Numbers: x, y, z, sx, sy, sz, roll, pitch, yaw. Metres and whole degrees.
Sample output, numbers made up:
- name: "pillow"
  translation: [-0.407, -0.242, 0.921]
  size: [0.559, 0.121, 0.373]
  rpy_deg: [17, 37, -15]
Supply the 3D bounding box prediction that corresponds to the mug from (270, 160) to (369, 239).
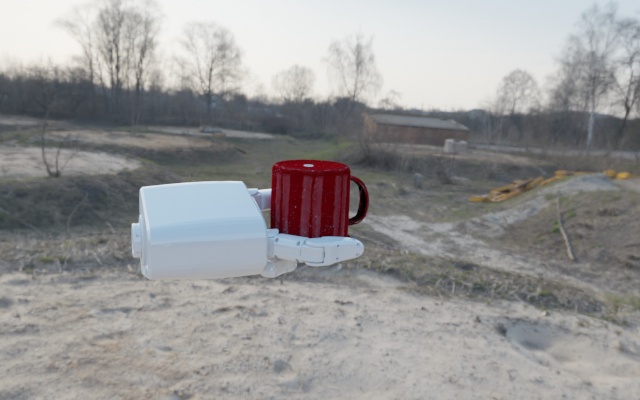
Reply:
- name: "mug"
  translation: [0.001, 0.001, 0.503]
  size: [0.117, 0.081, 0.093]
  rpy_deg: [-3, 13, -24]
